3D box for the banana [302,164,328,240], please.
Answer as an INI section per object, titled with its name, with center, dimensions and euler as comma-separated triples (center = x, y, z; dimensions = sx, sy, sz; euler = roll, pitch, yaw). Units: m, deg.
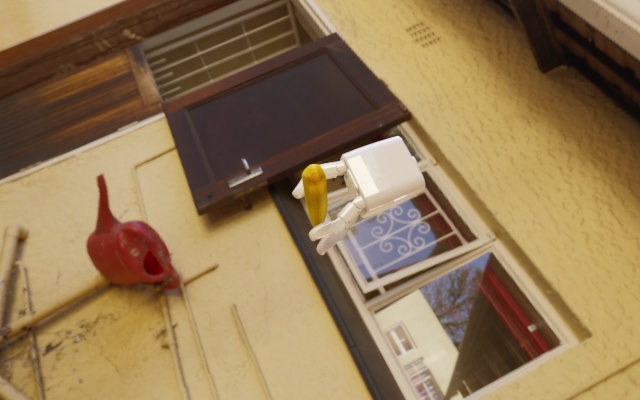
[banana]
center = -0.005, -0.011, 0.750
dimensions = 0.037, 0.069, 0.198
euler = -16, -30, -5
